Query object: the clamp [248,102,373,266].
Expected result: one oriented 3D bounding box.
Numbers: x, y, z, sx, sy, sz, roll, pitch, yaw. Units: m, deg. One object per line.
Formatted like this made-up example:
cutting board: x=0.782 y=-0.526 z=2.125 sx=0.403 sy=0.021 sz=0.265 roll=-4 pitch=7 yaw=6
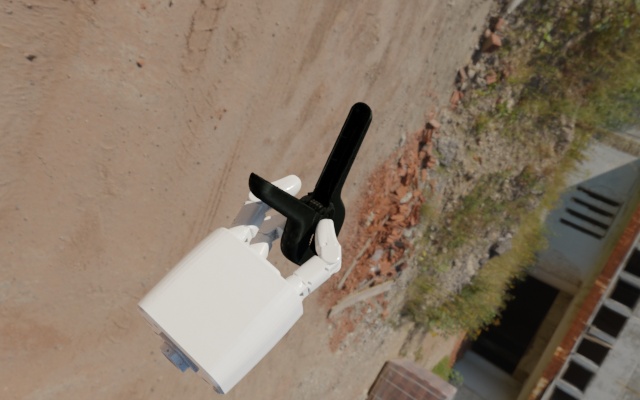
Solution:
clamp: x=0.001 y=0.003 z=0.525 sx=0.036 sy=0.210 sz=0.164 roll=33 pitch=60 yaw=28
